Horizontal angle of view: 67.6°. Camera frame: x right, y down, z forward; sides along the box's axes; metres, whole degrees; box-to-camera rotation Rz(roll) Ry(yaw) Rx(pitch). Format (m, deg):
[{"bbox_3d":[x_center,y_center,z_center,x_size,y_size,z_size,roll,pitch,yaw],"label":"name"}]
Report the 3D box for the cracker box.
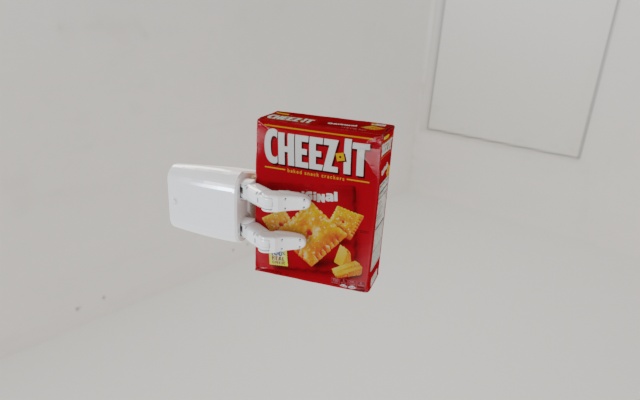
[{"bbox_3d":[0.000,0.002,0.625,0.164,0.214,0.072,10,22,16],"label":"cracker box"}]
